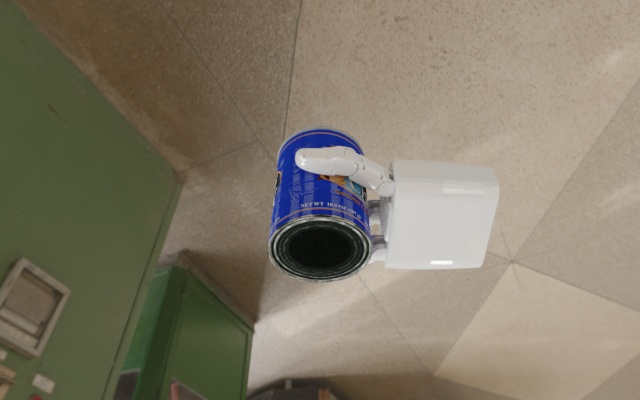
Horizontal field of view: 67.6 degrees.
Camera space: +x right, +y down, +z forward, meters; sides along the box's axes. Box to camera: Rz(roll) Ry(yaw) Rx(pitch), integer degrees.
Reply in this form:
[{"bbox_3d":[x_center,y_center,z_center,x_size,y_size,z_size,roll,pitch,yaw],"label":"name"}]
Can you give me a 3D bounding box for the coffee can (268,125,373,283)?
[{"bbox_3d":[0.000,0.002,0.514,0.103,0.103,0.140,0,45,0],"label":"coffee can"}]
